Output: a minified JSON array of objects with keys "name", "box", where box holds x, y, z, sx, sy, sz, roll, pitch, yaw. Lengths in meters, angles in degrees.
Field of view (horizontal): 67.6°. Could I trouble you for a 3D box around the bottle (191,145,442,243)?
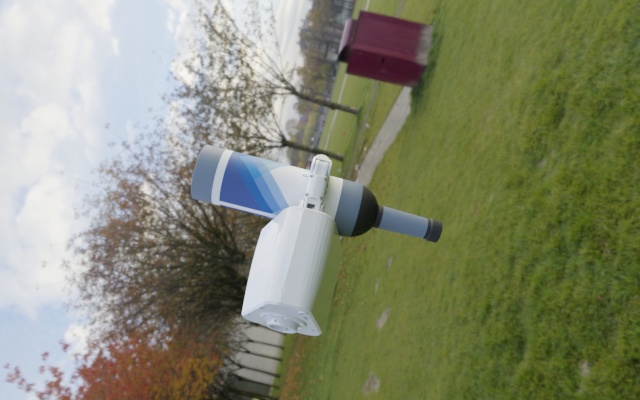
[{"name":"bottle","box":[0.000,0.002,0.571,0.296,0.069,0.069,14,-1,-2]}]
